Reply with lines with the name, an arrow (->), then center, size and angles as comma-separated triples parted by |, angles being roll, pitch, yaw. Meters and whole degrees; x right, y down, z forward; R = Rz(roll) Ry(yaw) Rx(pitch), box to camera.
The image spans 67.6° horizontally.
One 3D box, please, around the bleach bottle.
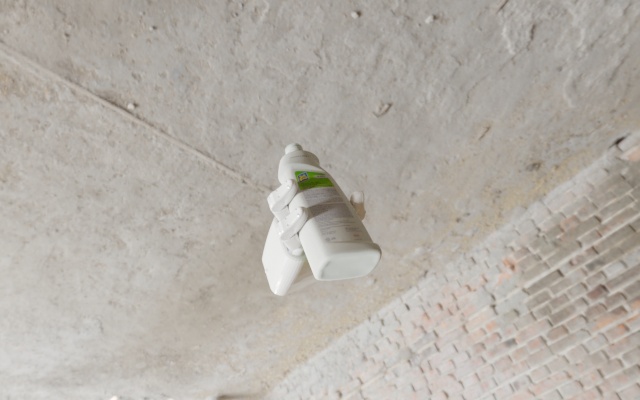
bleach bottle -> 0.000, 0.002, 0.742 | 0.102, 0.250, 0.068 | -2, -42, -24
